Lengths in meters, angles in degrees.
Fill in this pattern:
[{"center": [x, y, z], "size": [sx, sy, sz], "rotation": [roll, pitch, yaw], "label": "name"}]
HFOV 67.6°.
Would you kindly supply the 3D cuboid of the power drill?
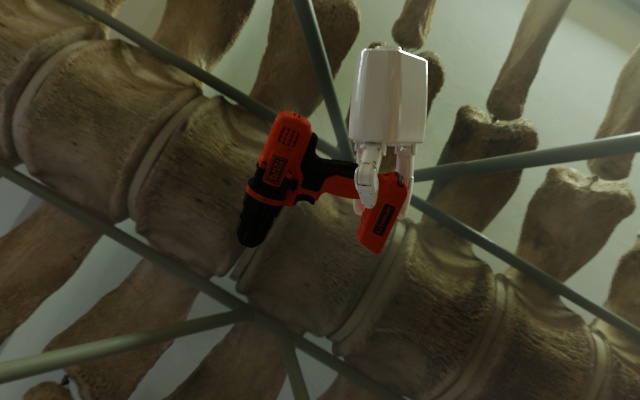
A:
[{"center": [0.001, 0.002, 0.604], "size": [0.187, 0.184, 0.057], "rotation": [20, 20, -9], "label": "power drill"}]
